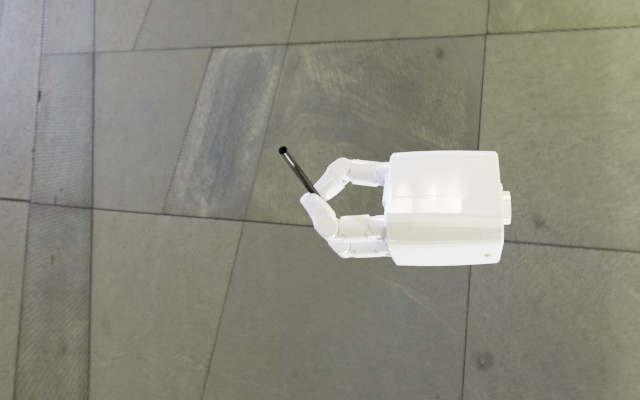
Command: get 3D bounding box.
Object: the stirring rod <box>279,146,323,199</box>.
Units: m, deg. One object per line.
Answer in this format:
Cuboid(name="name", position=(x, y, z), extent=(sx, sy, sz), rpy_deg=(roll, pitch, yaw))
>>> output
Cuboid(name="stirring rod", position=(0.000, 0.002, 0.520), extent=(0.011, 0.011, 0.240), rpy_deg=(0, -22, 17))
